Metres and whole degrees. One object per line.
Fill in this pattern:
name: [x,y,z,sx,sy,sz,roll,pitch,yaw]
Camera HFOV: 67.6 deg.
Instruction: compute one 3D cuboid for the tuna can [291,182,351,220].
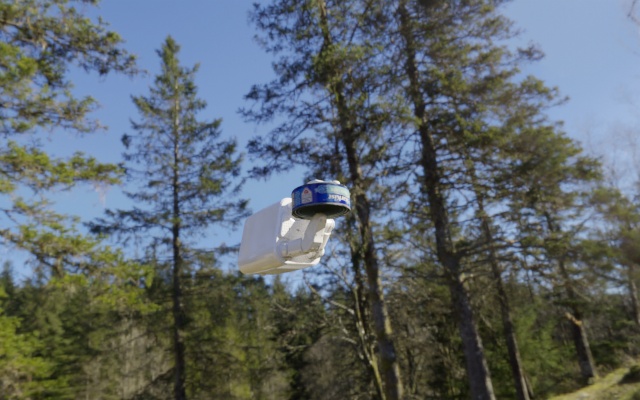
tuna can: [0.000,0.002,0.692,0.086,0.033,0.086,-3,-17,-1]
